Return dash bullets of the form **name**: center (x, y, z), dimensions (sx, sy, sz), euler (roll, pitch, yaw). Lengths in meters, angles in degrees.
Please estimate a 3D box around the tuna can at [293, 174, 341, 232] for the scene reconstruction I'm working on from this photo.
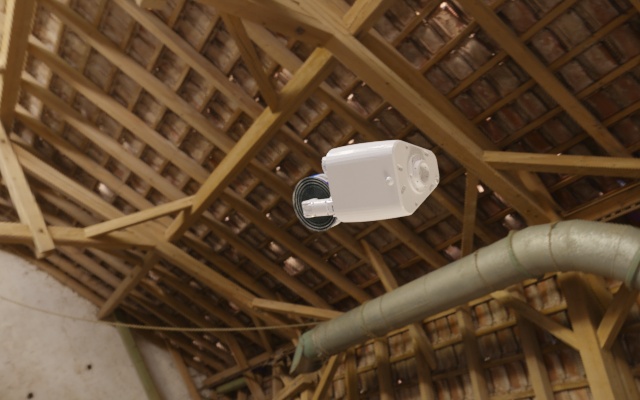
- **tuna can**: center (0.000, 0.002, 0.737), dimensions (0.086, 0.086, 0.033), euler (0, 14, 38)
